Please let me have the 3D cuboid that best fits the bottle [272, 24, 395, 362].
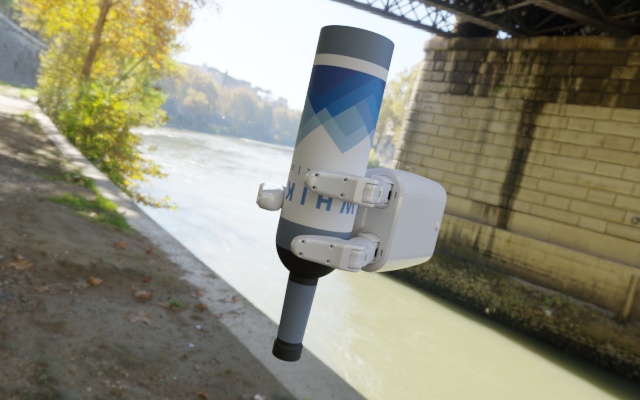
[{"bbox_3d":[0.000,0.001,0.429,0.069,0.296,0.069,13,6,-1],"label":"bottle"}]
